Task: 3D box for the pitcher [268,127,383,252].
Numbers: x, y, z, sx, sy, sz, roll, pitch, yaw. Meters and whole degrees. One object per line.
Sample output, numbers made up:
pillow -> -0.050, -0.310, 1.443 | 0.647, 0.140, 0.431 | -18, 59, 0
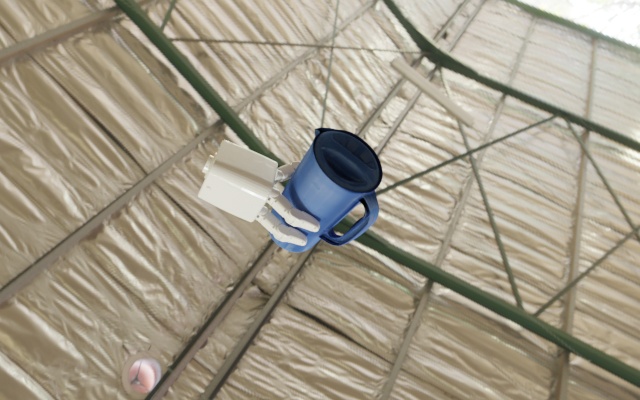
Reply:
pitcher -> 0.000, 0.003, 0.859 | 0.145, 0.149, 0.243 | 23, -43, -15
